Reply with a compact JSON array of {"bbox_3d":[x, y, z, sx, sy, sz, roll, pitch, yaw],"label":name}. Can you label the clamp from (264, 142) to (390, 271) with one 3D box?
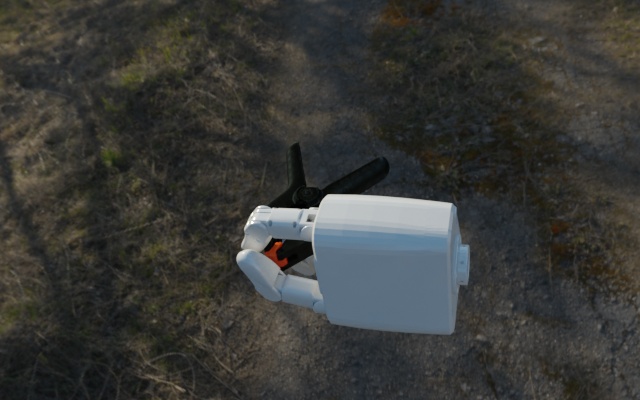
[{"bbox_3d":[0.000,0.001,0.487,0.120,0.171,0.039,2,-42,21],"label":"clamp"}]
